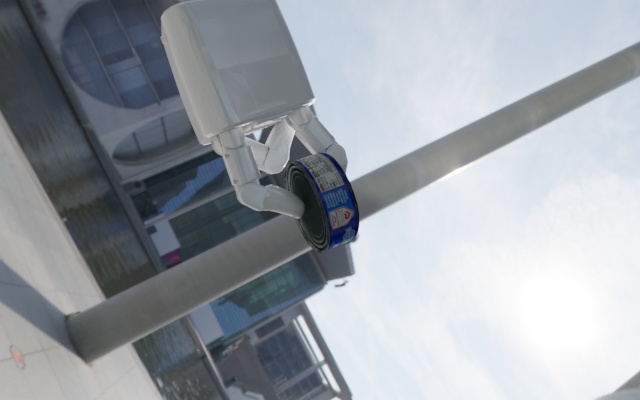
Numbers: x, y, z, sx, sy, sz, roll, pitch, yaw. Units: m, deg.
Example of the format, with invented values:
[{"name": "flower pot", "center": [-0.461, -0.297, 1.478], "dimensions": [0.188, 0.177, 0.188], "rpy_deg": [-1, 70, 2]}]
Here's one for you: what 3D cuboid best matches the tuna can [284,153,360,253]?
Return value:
[{"name": "tuna can", "center": [0.001, 0.001, 0.427], "dimensions": [0.034, 0.086, 0.086], "rpy_deg": [-20, 7, -19]}]
